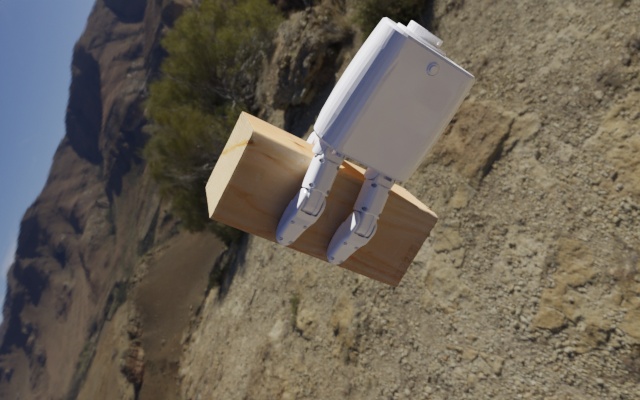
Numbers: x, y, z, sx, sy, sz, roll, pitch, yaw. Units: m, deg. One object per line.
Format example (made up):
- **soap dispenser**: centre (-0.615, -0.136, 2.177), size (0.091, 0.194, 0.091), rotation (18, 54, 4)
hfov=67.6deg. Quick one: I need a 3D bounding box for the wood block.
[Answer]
- **wood block**: centre (0.000, 0.001, 0.484), size (0.206, 0.090, 0.090), rotation (24, 13, -23)
